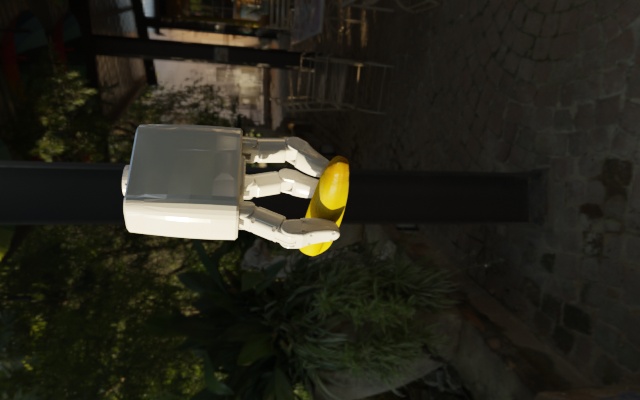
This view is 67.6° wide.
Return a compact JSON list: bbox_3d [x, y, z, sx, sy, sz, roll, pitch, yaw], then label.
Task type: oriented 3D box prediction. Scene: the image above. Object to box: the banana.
[{"bbox_3d":[-0.001,0.020,0.534,0.037,0.069,0.198,5,-21,-8],"label":"banana"}]
